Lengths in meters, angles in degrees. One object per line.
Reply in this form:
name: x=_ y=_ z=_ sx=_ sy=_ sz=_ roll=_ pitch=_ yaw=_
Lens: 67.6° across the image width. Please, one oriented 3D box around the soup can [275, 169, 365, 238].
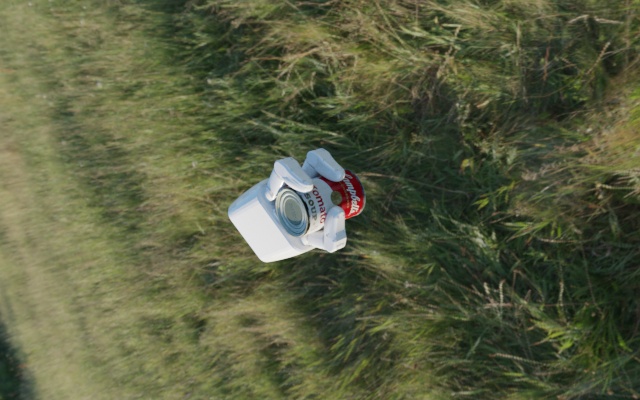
soup can: x=0.000 y=0.002 z=0.629 sx=0.102 sy=0.068 sz=0.068 roll=-20 pitch=12 yaw=-38
